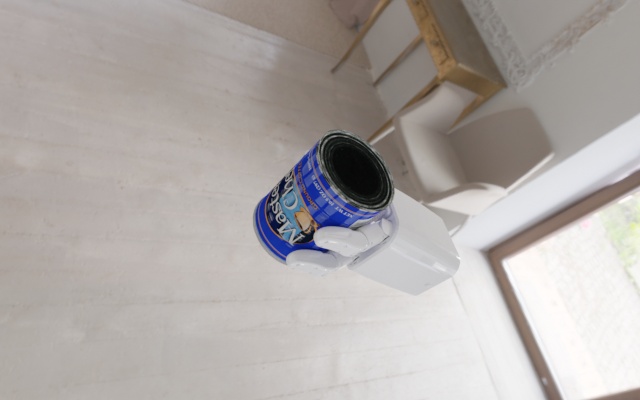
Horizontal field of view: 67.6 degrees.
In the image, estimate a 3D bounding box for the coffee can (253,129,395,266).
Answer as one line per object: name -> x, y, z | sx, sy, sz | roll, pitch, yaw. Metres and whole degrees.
coffee can -> 0.000, 0.002, 0.547 | 0.103, 0.102, 0.140 | 0, -30, -40
